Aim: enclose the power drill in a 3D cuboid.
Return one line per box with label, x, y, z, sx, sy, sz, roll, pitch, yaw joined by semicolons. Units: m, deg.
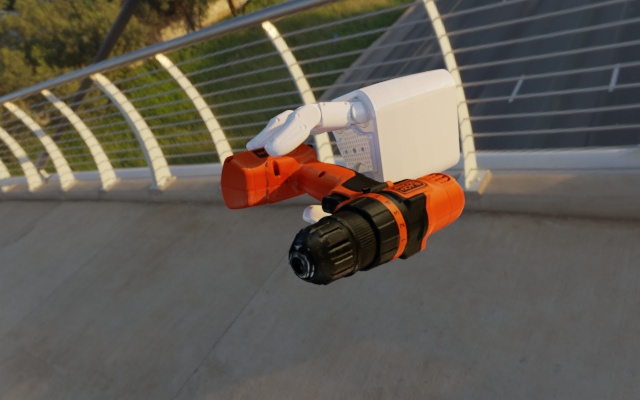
power drill;0.000;0.001;0.403;0.187;0.057;0.184;21;27;39
